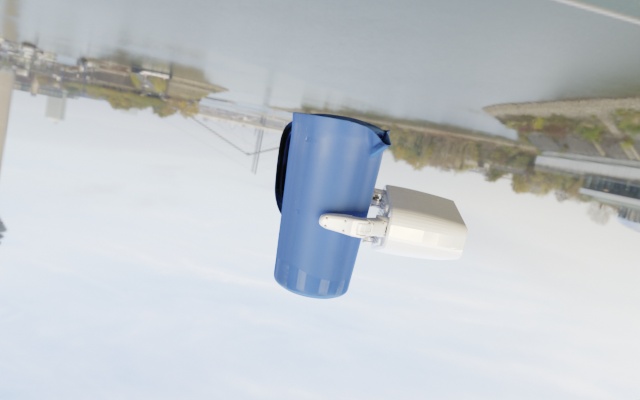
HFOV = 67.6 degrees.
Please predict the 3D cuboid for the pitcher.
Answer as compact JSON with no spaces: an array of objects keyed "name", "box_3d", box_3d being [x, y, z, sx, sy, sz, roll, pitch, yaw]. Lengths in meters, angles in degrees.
[{"name":"pitcher","box_3d":[0.000,0.002,0.666,0.145,0.243,0.149,10,8,-4]}]
